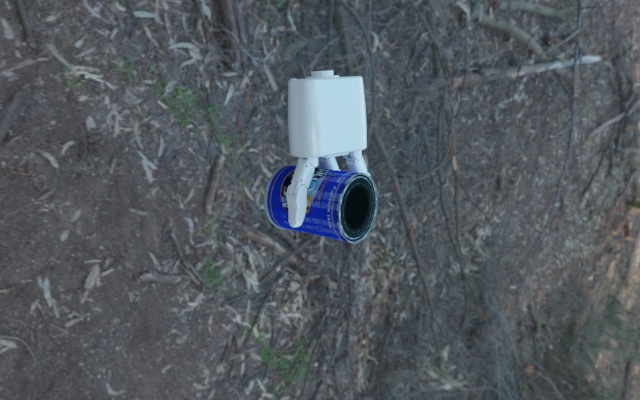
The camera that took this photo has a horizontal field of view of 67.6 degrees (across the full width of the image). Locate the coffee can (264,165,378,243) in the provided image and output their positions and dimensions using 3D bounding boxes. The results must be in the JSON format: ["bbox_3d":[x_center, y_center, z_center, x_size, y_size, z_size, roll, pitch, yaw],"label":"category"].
[{"bbox_3d":[0.000,0.003,0.720,0.140,0.103,0.103,9,5,37],"label":"coffee can"}]
